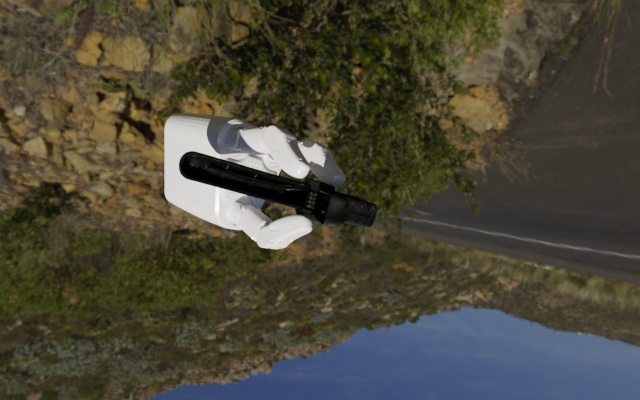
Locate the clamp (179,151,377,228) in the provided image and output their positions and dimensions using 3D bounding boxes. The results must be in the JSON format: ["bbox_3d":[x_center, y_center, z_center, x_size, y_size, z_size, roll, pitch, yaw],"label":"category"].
[{"bbox_3d":[0.000,0.002,0.438,0.164,0.036,0.210,19,3,38],"label":"clamp"}]
